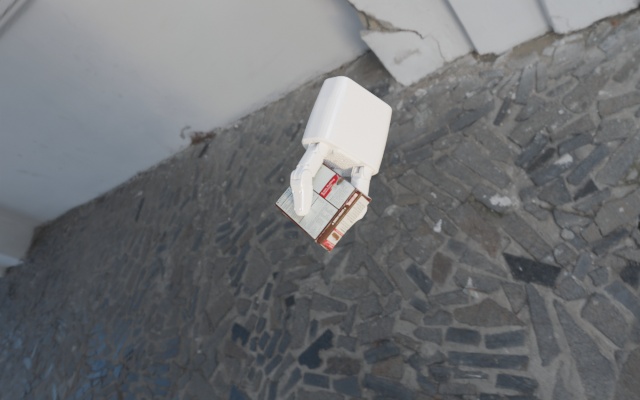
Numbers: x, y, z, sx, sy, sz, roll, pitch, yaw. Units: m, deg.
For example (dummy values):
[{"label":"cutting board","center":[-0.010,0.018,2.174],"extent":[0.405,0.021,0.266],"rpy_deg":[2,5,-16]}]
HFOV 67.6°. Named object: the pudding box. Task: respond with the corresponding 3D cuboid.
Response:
[{"label":"pudding box","center":[0.000,0.002,0.648],"extent":[0.039,0.090,0.113],"rpy_deg":[37,1,-43]}]
